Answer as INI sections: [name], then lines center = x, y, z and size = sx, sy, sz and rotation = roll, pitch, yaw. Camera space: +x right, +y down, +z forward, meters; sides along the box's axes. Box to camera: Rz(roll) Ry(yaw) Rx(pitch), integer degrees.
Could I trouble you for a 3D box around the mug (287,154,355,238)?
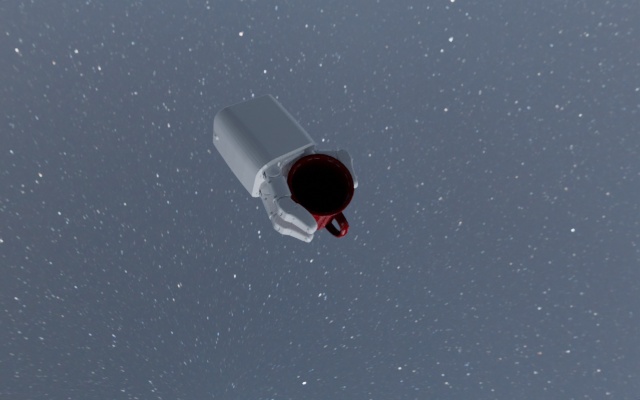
[mug]
center = 0.001, 0.003, 0.676
size = 0.093, 0.117, 0.081
rotation = -34, -12, -23
